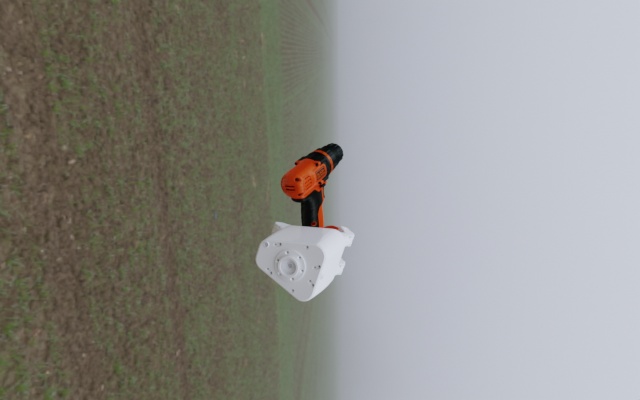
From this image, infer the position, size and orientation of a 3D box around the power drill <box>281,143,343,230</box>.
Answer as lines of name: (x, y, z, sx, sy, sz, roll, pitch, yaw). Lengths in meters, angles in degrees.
power drill: (0.000, 0.003, 0.868, 0.057, 0.188, 0.184, 3, 26, 30)
